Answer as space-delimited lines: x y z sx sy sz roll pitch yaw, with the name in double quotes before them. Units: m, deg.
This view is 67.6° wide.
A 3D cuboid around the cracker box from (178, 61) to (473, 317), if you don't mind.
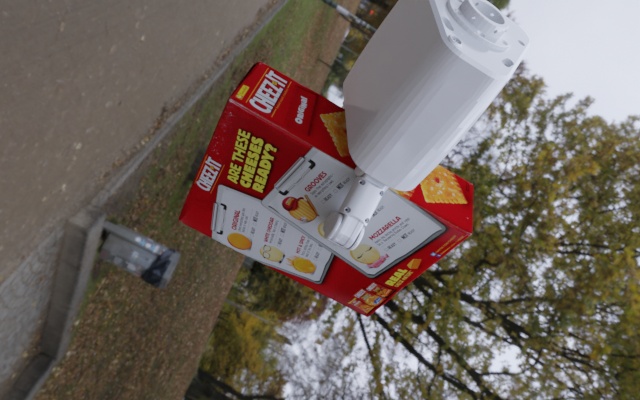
"cracker box" 0.000 0.002 0.432 0.214 0.072 0.164 29 -45 -9
